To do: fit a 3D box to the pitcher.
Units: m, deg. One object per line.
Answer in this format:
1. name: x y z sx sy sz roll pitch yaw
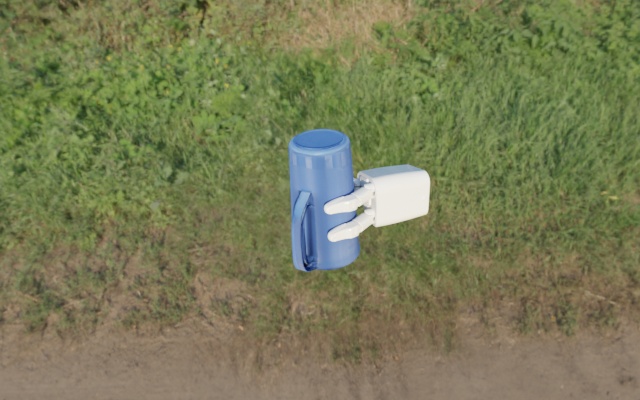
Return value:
1. pitcher: 0.000 0.003 0.877 0.145 0.243 0.149 -11 30 -12
